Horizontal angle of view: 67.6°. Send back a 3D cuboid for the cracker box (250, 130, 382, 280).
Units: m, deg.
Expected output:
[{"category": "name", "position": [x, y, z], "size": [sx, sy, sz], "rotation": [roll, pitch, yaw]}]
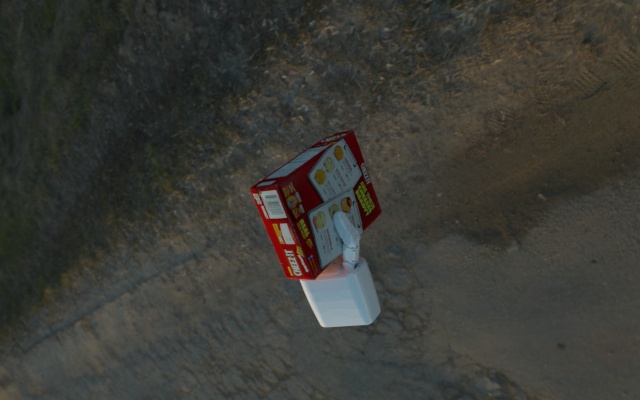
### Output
[{"category": "cracker box", "position": [0.000, 0.003, 0.783], "size": [0.072, 0.164, 0.213], "rotation": [-4, 25, 41]}]
